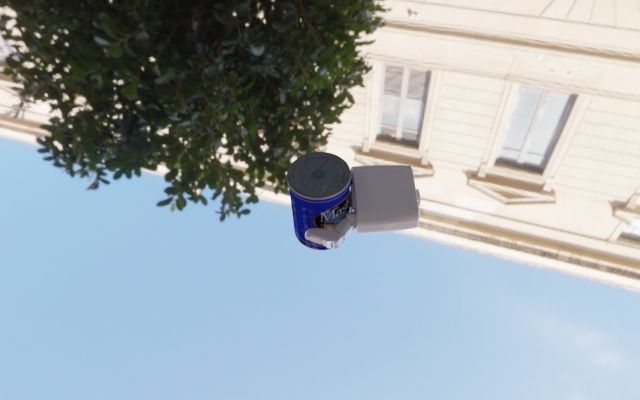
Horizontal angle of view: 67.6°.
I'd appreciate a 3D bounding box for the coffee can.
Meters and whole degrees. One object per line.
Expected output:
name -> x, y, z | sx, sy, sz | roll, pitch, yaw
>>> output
coffee can -> 0.000, 0.003, 0.812 | 0.103, 0.102, 0.140 | 0, -41, 3
